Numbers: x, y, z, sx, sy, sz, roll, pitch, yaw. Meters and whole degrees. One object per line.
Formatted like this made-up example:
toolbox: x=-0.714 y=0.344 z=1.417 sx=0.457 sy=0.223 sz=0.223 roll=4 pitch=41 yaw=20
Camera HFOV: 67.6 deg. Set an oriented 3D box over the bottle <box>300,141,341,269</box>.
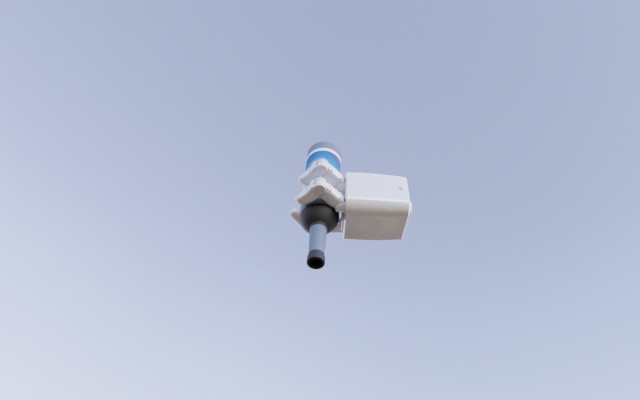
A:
bottle: x=0.000 y=0.003 z=0.826 sx=0.069 sy=0.069 sz=0.295 roll=0 pitch=38 yaw=4
